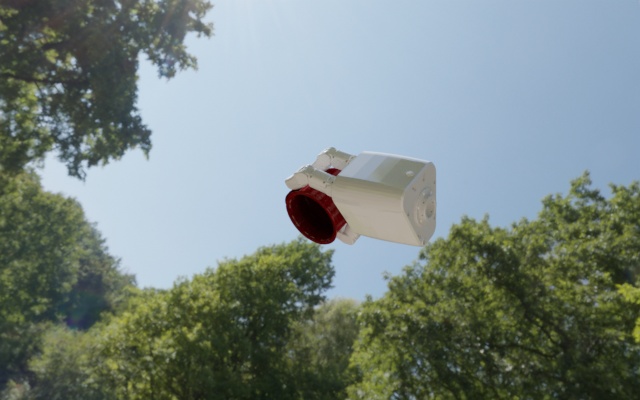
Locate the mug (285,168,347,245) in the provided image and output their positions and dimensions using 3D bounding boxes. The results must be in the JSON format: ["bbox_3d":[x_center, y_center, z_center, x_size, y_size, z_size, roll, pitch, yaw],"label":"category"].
[{"bbox_3d":[-0.001,0.002,0.717,0.117,0.093,0.081,14,42,37],"label":"mug"}]
